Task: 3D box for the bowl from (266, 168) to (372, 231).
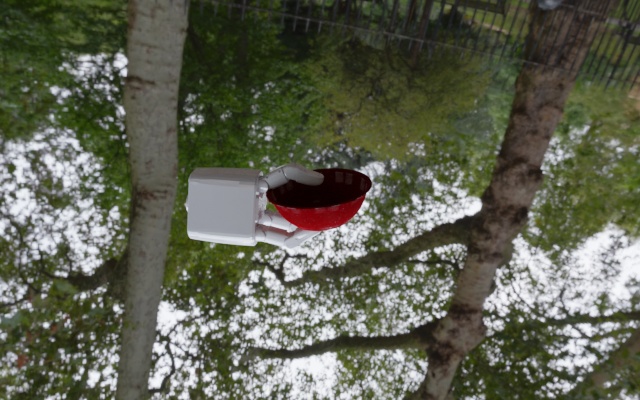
[{"bbox_3d":[0.001,0.003,0.730,0.162,0.055,0.162,-6,23,3],"label":"bowl"}]
